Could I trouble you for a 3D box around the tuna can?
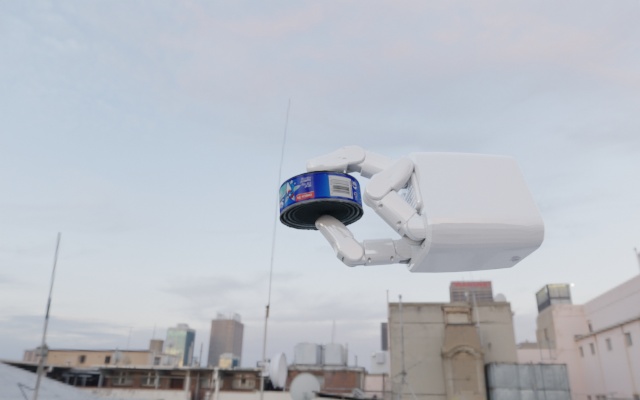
[{"bbox_3d":[0.000,0.001,0.488,0.086,0.033,0.086,-4,-22,-2],"label":"tuna can"}]
